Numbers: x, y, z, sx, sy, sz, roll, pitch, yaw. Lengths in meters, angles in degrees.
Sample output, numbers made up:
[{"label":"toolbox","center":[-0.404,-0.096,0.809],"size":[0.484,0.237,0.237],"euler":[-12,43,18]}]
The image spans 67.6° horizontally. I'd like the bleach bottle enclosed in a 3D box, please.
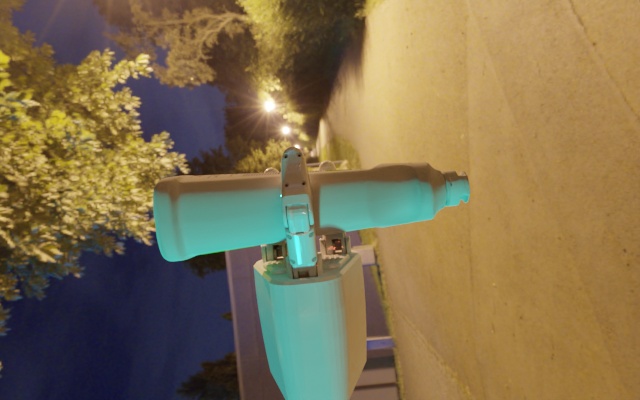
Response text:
[{"label":"bleach bottle","center":[0.000,0.001,0.404],"size":[0.251,0.068,0.102],"euler":[-6,4,0]}]
